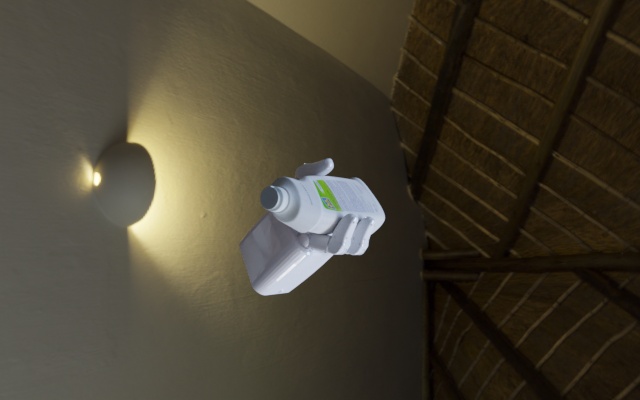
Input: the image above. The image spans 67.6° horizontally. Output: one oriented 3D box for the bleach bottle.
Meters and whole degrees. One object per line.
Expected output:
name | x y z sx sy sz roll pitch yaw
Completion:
bleach bottle | 0.000 0.002 0.684 0.068 0.102 0.251 -45 -26 20
